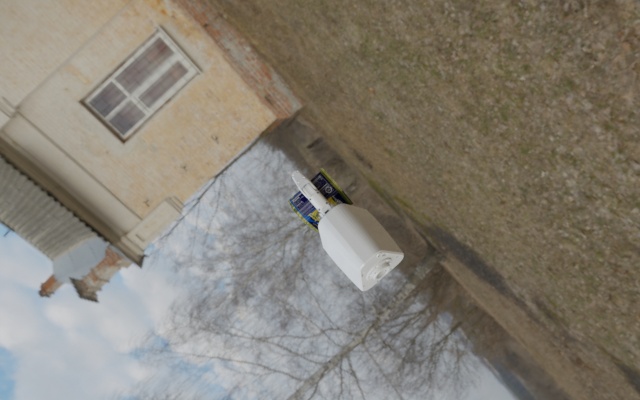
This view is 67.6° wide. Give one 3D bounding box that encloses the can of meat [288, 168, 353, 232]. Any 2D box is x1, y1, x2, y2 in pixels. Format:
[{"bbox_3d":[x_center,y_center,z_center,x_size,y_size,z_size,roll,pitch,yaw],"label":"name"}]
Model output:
[{"bbox_3d":[0.000,0.003,0.829,0.084,0.057,0.102,-42,-27,2],"label":"can of meat"}]
